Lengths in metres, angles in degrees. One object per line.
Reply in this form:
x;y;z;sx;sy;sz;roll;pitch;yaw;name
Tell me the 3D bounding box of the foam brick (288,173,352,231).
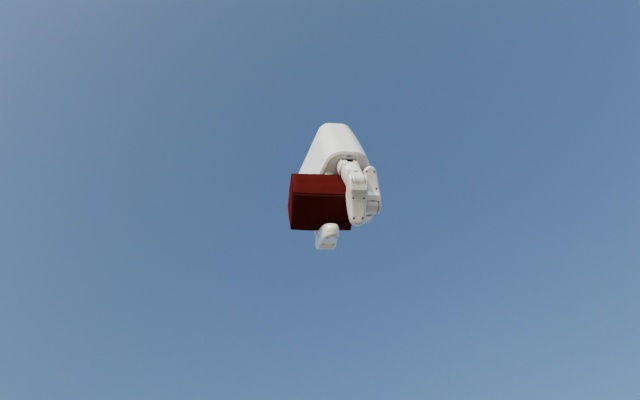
0.000;0.002;0.588;0.078;0.053;0.051;2;32;-10;foam brick
